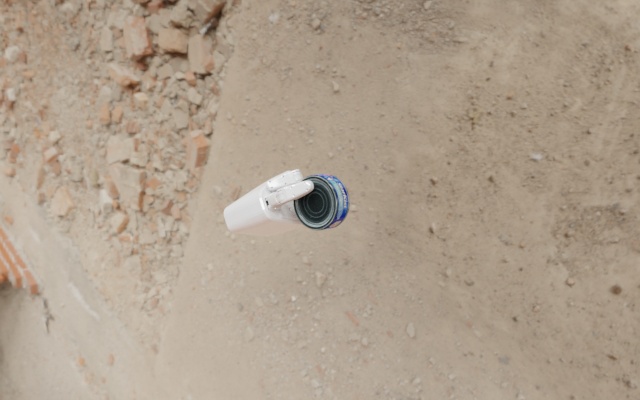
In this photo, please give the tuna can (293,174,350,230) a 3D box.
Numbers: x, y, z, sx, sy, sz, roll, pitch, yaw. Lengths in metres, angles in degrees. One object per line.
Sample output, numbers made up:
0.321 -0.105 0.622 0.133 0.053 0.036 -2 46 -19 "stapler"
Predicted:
0.000 0.002 0.730 0.086 0.086 0.034 0 5 36 "tuna can"
